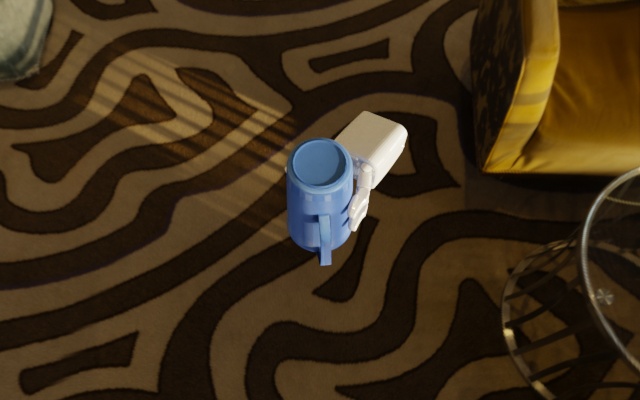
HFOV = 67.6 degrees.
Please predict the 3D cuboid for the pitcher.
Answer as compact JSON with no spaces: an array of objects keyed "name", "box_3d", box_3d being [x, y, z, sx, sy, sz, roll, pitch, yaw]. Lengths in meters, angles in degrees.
[{"name":"pitcher","box_3d":[0.000,0.003,0.868,0.149,0.145,0.243,37,-20,16]}]
